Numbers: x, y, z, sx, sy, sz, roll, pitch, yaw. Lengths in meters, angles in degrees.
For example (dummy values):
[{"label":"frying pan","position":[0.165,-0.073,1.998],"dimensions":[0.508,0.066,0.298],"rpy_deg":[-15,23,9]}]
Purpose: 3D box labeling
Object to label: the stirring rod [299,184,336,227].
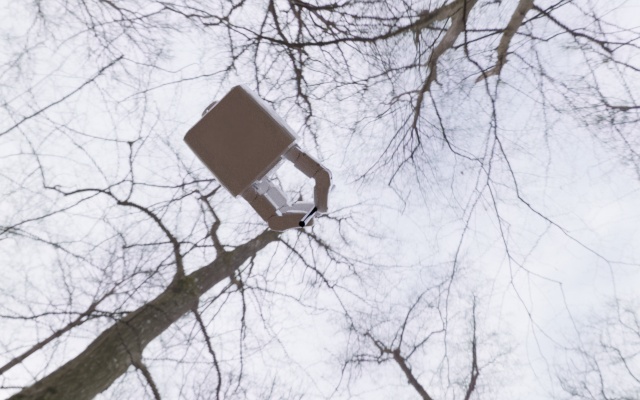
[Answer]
[{"label":"stirring rod","position":[0.000,0.002,0.671],"dimensions":[0.011,0.011,0.239],"rpy_deg":[0,12,11]}]
